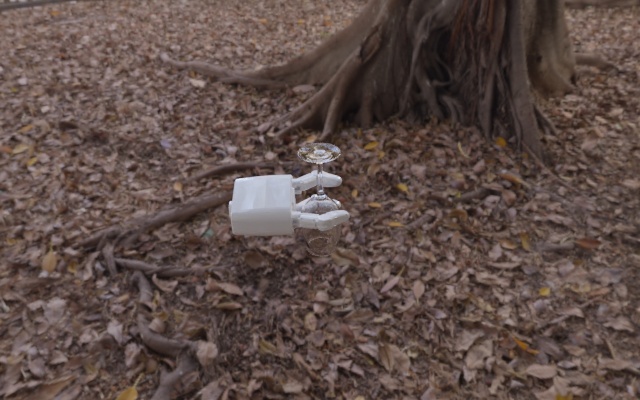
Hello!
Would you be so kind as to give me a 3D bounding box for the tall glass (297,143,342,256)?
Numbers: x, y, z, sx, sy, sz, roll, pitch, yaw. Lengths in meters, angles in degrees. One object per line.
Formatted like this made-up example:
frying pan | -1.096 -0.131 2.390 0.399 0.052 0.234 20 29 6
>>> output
tall glass | 0.000 0.002 0.864 0.079 0.201 0.079 -2 31 1
